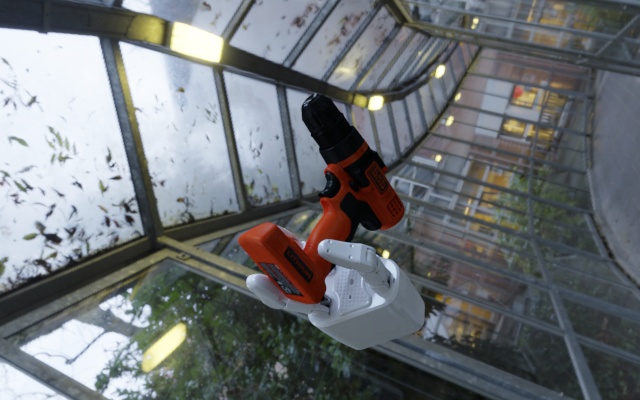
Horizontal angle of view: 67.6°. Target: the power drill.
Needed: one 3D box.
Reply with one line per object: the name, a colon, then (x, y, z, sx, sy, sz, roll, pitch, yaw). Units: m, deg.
power drill: (0.000, 0.002, 0.519, 0.187, 0.184, 0.057, -49, 23, -28)
